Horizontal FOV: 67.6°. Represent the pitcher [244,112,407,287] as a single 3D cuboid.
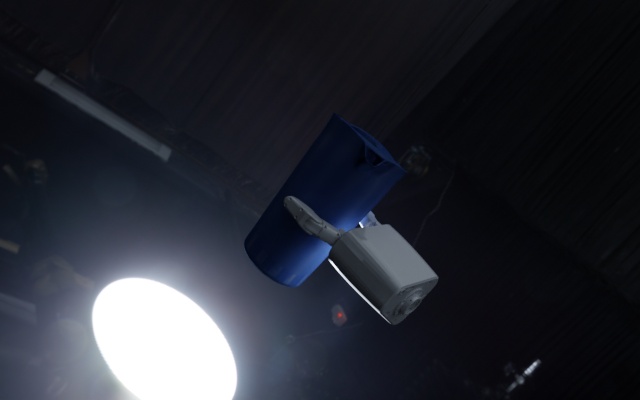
[{"bbox_3d":[0.000,0.002,0.702,0.145,0.243,0.149,46,13,32],"label":"pitcher"}]
